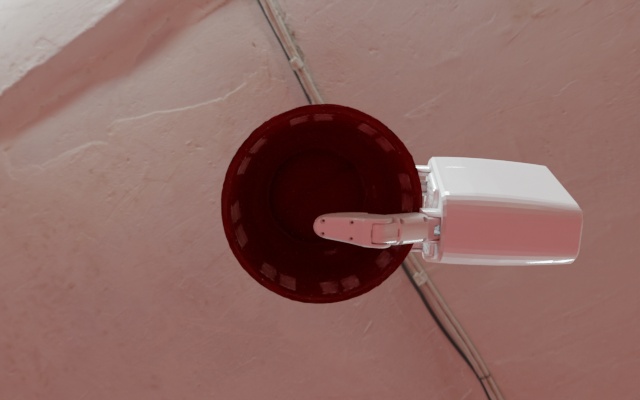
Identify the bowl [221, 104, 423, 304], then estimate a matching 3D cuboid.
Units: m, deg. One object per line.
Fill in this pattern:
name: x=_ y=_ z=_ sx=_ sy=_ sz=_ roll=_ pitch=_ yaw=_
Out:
bowl: x=-0.001 y=0.001 z=0.402 sx=0.162 sy=0.162 sz=0.055 roll=0 pitch=10 yaw=-7
